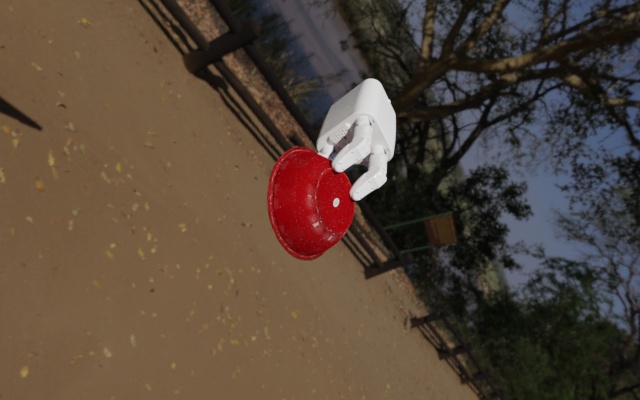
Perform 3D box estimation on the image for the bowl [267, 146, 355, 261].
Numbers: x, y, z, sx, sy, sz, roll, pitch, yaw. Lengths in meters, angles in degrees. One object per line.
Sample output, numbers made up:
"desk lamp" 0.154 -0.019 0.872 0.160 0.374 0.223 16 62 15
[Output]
"bowl" 0.000 0.003 0.661 0.055 0.162 0.162 -5 -3 37
